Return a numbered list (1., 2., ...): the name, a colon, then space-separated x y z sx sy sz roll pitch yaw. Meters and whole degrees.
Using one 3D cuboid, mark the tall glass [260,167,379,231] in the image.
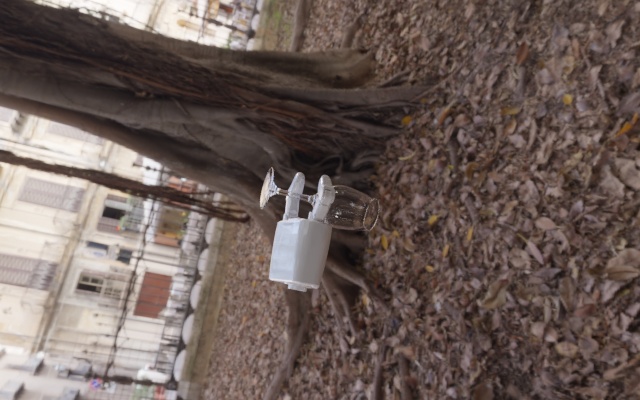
1. tall glass: 0.000 0.002 0.841 0.201 0.079 0.079 14 -4 -16
